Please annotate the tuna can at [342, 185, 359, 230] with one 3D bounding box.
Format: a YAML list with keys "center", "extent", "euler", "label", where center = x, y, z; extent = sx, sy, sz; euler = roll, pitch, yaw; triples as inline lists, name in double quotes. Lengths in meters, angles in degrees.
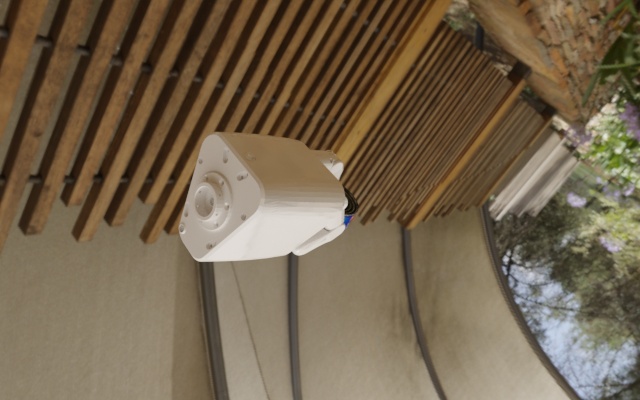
- center: [0.000, 0.002, 0.565]
  extent: [0.086, 0.034, 0.086]
  euler: [25, 25, -13]
  label: "tuna can"
